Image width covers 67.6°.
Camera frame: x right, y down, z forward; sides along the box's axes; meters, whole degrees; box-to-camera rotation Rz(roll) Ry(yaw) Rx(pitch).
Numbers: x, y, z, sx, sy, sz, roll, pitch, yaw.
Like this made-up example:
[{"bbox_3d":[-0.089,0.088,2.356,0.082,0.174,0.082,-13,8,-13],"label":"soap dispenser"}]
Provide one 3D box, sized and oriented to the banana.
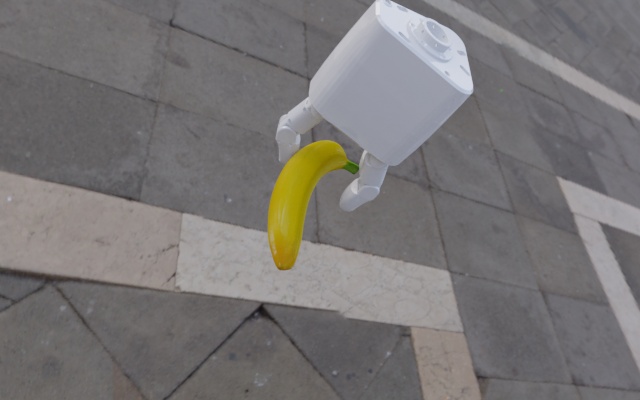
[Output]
[{"bbox_3d":[-0.012,-0.013,0.495,0.037,0.069,0.197,-42,7,43],"label":"banana"}]
